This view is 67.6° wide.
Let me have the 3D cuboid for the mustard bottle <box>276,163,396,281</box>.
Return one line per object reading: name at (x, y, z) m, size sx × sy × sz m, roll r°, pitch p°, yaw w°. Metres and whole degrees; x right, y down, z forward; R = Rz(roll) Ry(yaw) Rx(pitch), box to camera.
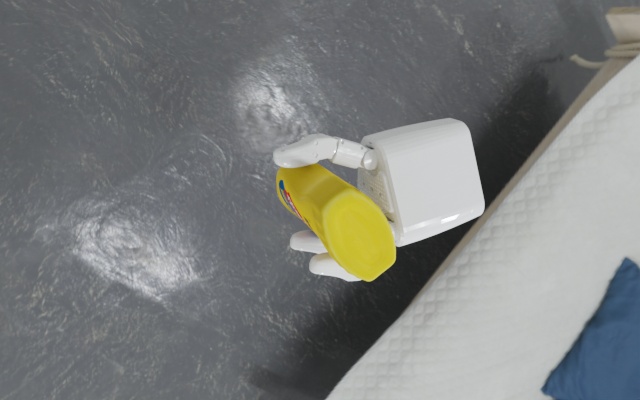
mustard bottle at (0.000, 0.002, 0.486) m, size 0.058 × 0.096 × 0.191 m, roll -39°, pitch 29°, yaw -5°
